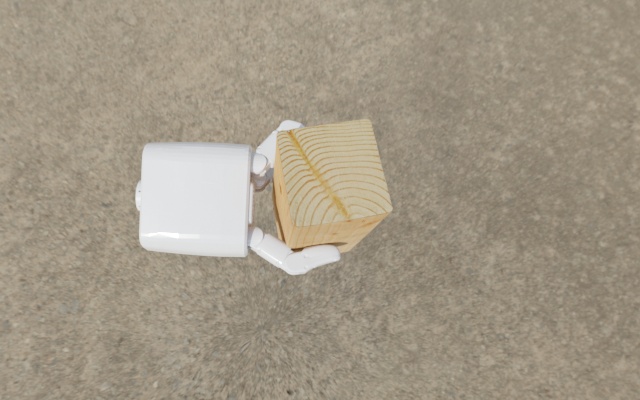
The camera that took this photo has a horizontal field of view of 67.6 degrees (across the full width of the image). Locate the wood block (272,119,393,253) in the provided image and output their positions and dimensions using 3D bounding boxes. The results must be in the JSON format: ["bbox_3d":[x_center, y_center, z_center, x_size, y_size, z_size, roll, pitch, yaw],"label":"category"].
[{"bbox_3d":[0.000,0.002,0.512,0.090,0.090,0.206,-9,-14,-9],"label":"wood block"}]
